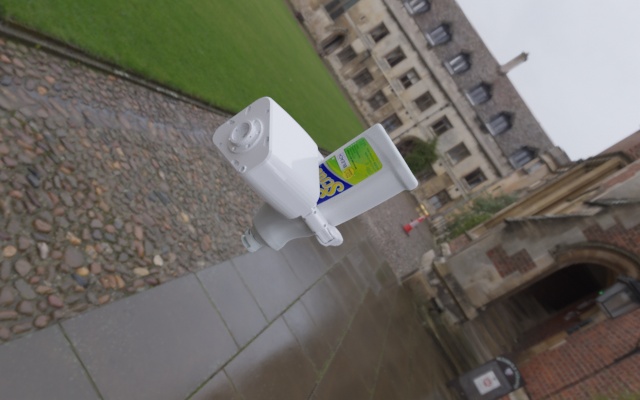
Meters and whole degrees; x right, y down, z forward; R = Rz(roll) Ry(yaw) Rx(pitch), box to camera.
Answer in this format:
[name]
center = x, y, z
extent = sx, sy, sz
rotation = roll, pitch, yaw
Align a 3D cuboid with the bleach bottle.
[bleach bottle]
center = 0.000, 0.002, 0.658
extent = 0.251, 0.102, 0.068
rotation = -33, -39, 11
